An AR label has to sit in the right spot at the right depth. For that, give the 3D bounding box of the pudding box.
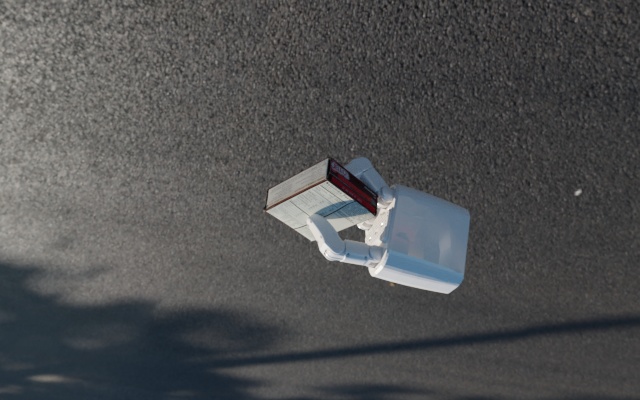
[{"bbox_3d":[0.000,0.002,0.585,0.113,0.039,0.090,-26,-48,36],"label":"pudding box"}]
